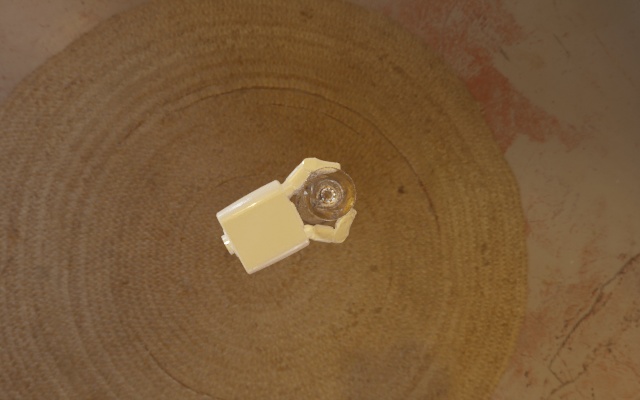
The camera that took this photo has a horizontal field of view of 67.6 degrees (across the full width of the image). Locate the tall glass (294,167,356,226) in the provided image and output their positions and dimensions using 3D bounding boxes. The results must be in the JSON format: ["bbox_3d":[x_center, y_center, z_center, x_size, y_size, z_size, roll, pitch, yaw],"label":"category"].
[{"bbox_3d":[0.000,0.002,0.750,0.079,0.079,0.201,0,-7,-7],"label":"tall glass"}]
